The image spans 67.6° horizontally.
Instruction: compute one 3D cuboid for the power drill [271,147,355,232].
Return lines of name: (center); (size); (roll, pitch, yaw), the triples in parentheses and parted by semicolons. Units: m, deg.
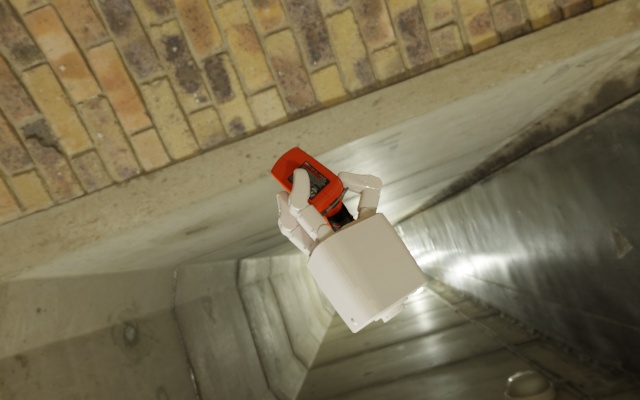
power drill: (0.000, 0.002, 0.693); (0.184, 0.057, 0.188); (38, -8, 33)
